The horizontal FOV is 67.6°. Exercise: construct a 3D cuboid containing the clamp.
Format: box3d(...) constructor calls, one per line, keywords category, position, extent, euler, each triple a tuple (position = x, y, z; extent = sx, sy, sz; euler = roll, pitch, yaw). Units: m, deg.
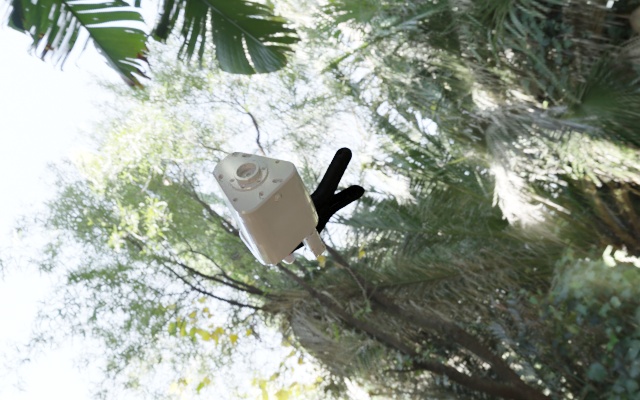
box3d(category="clamp", position=(0.000, 0.002, 0.693), extent=(0.039, 0.171, 0.120), euler=(30, -26, 34))
